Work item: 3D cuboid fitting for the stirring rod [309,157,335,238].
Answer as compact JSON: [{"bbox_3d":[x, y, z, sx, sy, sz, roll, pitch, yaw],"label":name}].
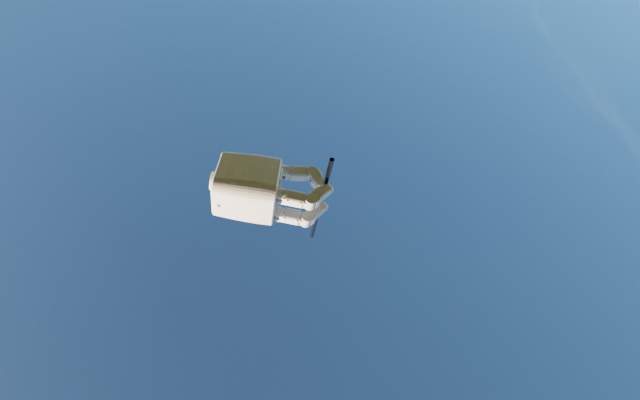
[{"bbox_3d":[0.000,0.003,0.849,0.011,0.011,0.240,0,-34,-10],"label":"stirring rod"}]
